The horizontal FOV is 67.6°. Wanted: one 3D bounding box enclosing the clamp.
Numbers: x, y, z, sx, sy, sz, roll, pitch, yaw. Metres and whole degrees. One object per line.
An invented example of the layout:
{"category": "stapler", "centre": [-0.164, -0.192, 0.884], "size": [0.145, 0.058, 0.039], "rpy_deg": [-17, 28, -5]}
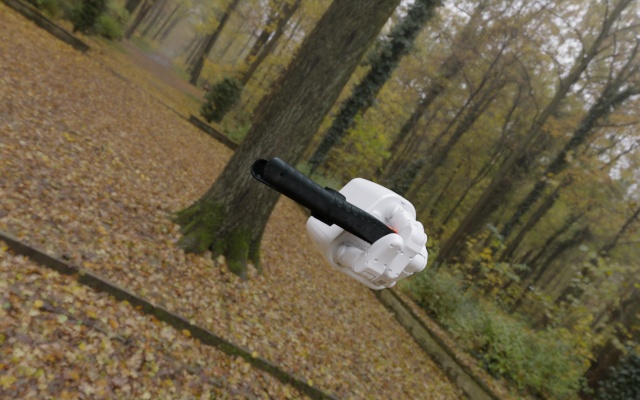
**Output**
{"category": "clamp", "centre": [0.001, 0.001, 0.502], "size": [0.171, 0.039, 0.120], "rpy_deg": [33, 2, -23]}
